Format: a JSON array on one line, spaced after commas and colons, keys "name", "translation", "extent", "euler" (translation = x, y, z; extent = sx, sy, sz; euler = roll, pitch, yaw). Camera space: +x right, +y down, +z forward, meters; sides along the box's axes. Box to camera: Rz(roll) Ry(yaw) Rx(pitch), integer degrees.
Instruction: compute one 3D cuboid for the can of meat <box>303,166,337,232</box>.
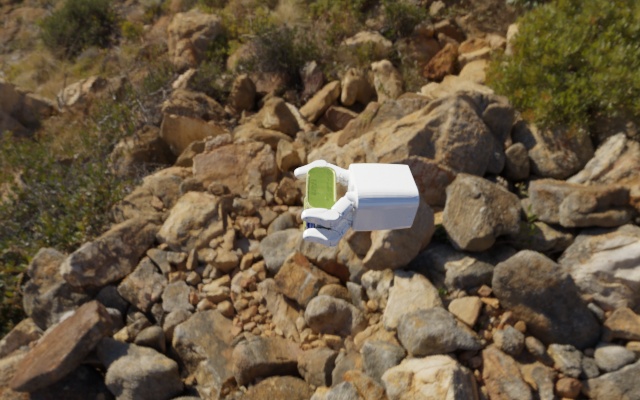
[{"name": "can of meat", "translation": [0.000, 0.002, 0.832], "extent": [0.057, 0.102, 0.084], "euler": [2, -37, -2]}]
